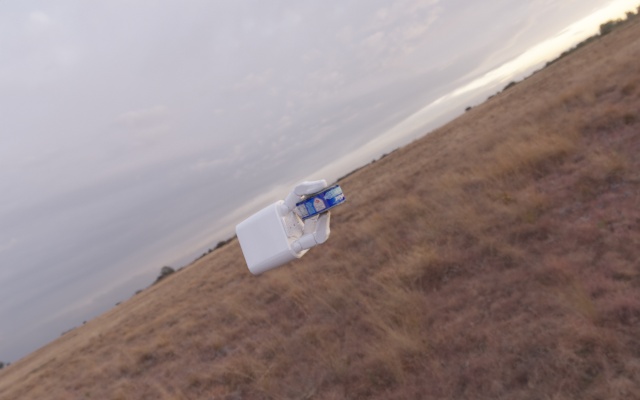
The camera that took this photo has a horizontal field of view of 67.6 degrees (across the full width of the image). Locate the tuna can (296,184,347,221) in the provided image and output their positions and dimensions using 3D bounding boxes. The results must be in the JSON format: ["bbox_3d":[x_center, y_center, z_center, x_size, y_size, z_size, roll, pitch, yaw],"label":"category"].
[{"bbox_3d":[0.000,0.002,0.840,0.086,0.034,0.086,-25,2,1],"label":"tuna can"}]
